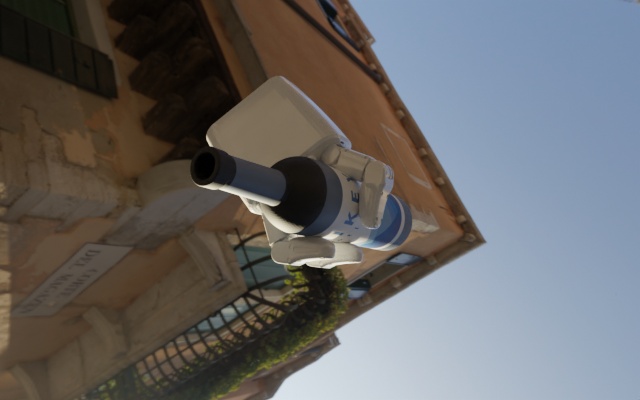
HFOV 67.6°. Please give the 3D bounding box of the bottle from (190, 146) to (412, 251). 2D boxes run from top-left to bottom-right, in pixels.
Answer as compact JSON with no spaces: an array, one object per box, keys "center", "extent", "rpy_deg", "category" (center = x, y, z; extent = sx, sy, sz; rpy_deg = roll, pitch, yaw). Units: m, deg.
[{"center":[0.000,0.002,0.437],"extent":[0.069,0.069,0.296],"rpy_deg":[0,-9,32],"category":"bottle"}]
